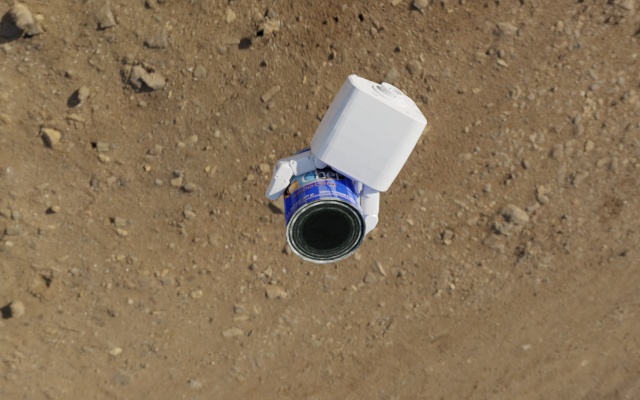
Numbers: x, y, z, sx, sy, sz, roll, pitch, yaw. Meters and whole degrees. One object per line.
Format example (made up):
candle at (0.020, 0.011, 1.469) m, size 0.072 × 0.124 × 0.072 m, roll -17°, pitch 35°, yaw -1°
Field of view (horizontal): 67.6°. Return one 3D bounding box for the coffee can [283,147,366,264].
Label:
coffee can at (0.000, 0.002, 0.656) m, size 0.103 × 0.103 × 0.140 m, roll 0°, pitch 33°, yaw -7°
